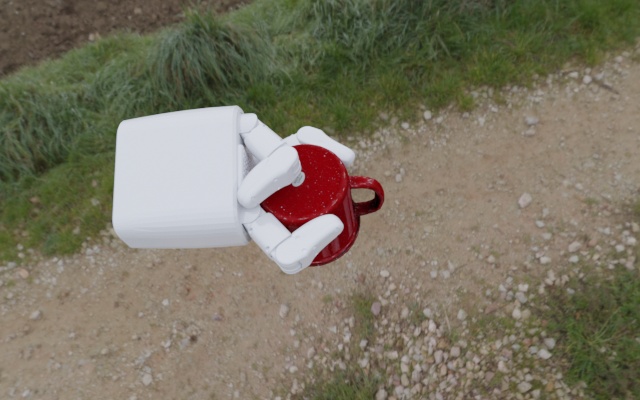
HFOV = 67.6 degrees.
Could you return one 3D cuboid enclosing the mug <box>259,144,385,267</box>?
[{"bbox_3d":[0.001,0.001,0.437,0.117,0.093,0.081,-6,-30,5],"label":"mug"}]
